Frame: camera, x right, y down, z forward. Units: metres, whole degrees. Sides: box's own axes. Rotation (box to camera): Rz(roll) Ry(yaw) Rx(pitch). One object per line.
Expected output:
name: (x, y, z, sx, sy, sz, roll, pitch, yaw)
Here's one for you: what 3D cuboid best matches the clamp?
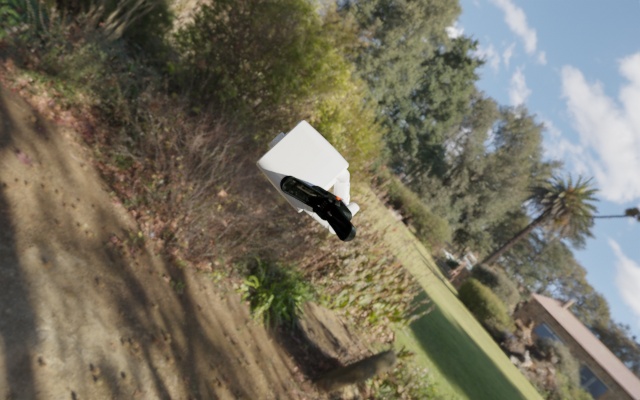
clamp: (0.001, 0.002, 0.684, 0.120, 0.039, 0.171, 44, 5, -3)
